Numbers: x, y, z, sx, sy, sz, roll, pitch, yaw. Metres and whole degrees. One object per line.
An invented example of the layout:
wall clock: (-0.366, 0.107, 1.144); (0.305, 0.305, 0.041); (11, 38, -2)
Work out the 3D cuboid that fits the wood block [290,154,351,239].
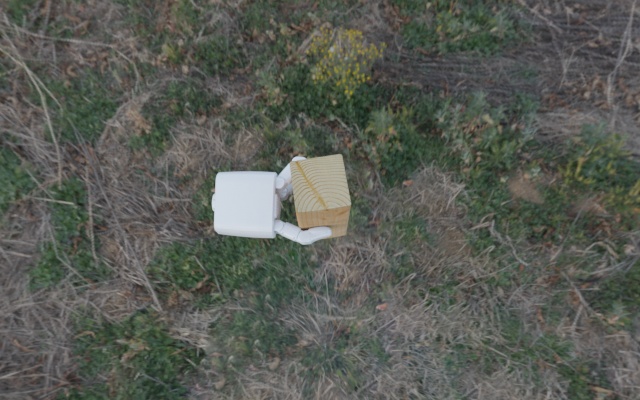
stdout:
wood block: (0.000, 0.003, 0.859); (0.090, 0.090, 0.206); (-8, -17, -2)
